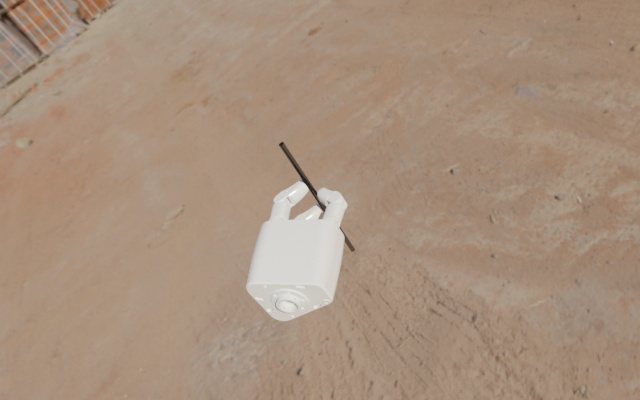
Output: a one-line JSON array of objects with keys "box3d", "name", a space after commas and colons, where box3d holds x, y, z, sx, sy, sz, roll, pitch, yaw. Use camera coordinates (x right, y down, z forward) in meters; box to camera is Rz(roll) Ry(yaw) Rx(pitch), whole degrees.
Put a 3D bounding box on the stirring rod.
[{"box3d": [0.000, 0.002, 0.733, 0.011, 0.011, 0.240, 0, -42, 38], "name": "stirring rod"}]
